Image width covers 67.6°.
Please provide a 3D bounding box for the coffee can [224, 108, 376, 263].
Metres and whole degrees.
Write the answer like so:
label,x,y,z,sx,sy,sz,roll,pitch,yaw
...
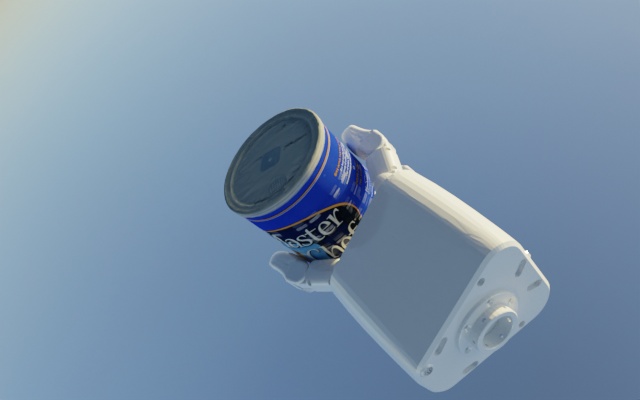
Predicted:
label,x,y,z,sx,sy,sz,roll,pitch,yaw
coffee can,0.000,0.001,0.426,0.103,0.102,0.140,0,-30,44
